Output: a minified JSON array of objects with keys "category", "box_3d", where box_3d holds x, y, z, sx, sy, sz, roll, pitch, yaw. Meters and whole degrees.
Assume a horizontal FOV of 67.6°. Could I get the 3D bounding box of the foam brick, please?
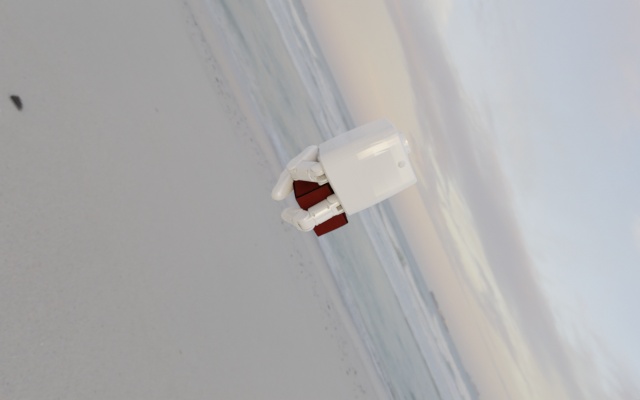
[{"category":"foam brick","box_3d":[0.000,0.002,0.689,0.051,0.078,0.053,-25,33,7]}]
